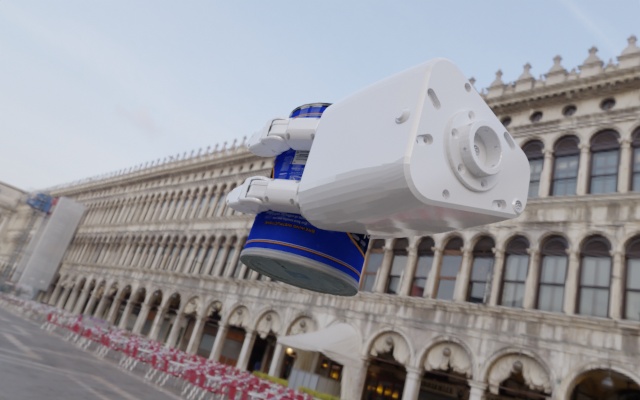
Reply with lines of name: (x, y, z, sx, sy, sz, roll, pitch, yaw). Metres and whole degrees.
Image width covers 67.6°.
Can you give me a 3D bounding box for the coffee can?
coffee can: (0.000, 0.002, 0.421, 0.103, 0.140, 0.103, 15, -19, 5)
